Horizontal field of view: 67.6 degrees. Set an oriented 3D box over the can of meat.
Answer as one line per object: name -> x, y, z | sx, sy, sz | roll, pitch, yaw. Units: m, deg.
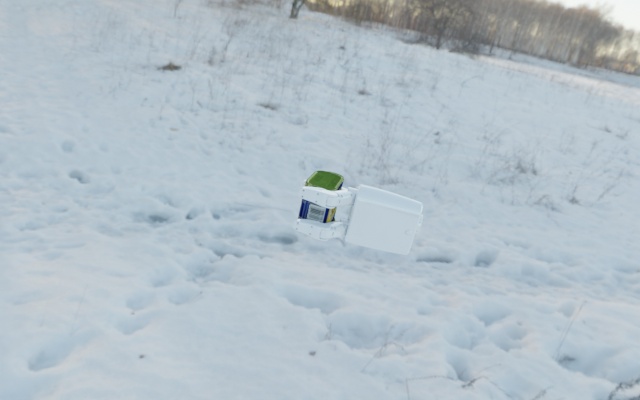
can of meat -> 0.000, 0.002, 0.797 | 0.057, 0.084, 0.102 | 16, 21, 8
